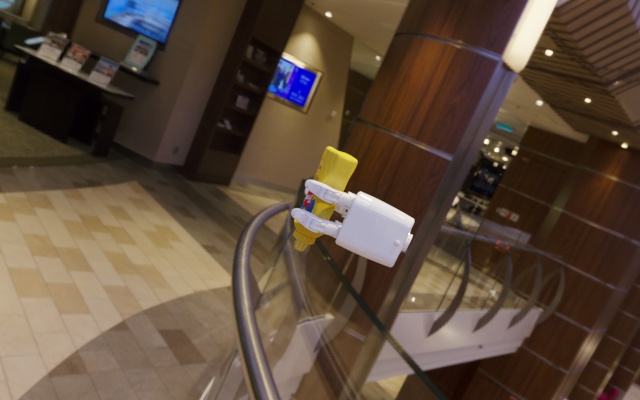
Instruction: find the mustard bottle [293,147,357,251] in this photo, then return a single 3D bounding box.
[{"bbox_3d":[0.000,0.002,0.849,0.058,0.191,0.096,21,9,-16],"label":"mustard bottle"}]
